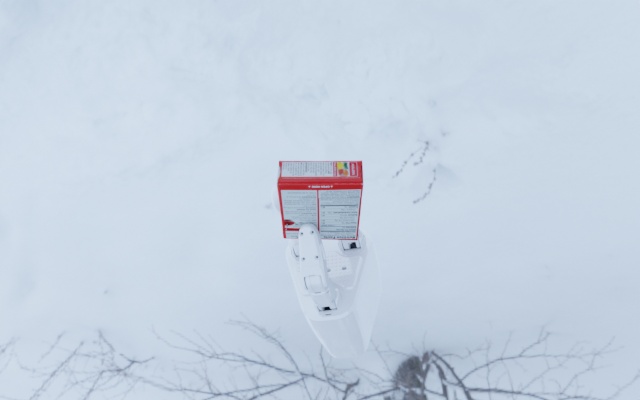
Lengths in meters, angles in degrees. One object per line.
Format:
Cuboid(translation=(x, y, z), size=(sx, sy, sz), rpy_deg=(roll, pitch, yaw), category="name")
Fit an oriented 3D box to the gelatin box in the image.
Cuboid(translation=(0.000, 0.002, 0.437), size=(0.073, 0.030, 0.089), rpy_deg=(0, -37, 1), category="gelatin box")
